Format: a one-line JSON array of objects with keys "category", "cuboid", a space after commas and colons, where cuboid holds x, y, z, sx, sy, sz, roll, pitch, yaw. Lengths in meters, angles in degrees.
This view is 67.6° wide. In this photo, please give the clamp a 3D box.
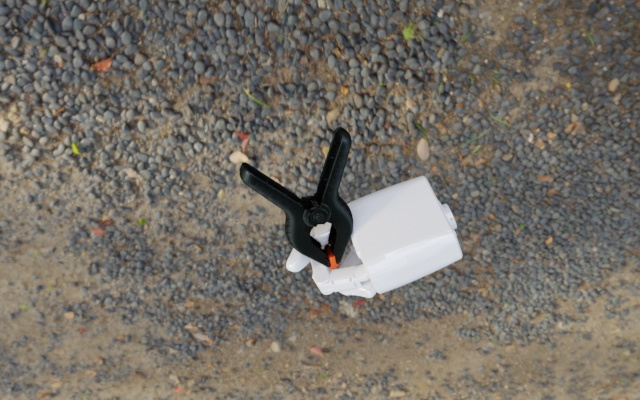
[{"category": "clamp", "cuboid": [0.000, 0.002, 0.530, 0.120, 0.172, 0.039, -25, 37, 6]}]
